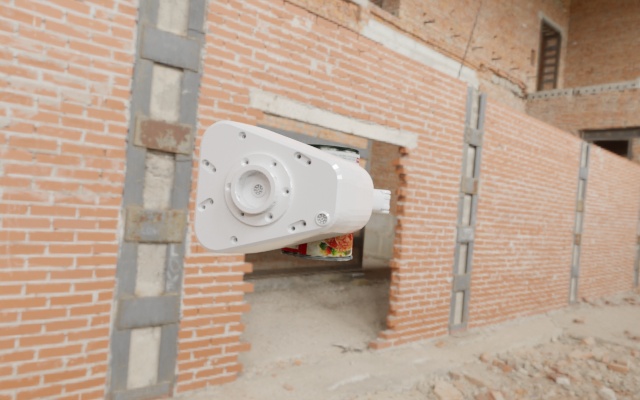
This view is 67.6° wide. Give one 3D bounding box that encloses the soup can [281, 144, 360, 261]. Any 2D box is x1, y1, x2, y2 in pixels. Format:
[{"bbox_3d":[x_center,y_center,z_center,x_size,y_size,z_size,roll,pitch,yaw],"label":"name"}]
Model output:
[{"bbox_3d":[0.000,0.001,0.451,0.068,0.102,0.068,5,0,0],"label":"soup can"}]
